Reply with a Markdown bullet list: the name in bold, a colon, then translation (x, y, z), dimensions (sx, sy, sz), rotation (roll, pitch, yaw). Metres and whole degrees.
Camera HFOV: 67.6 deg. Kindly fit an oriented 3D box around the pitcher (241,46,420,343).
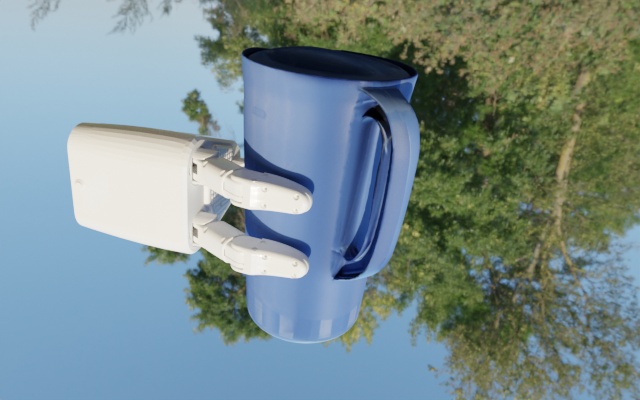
- **pitcher**: translation (0.000, 0.001, 0.401), dimensions (0.145, 0.243, 0.149), rotation (11, 25, 11)
